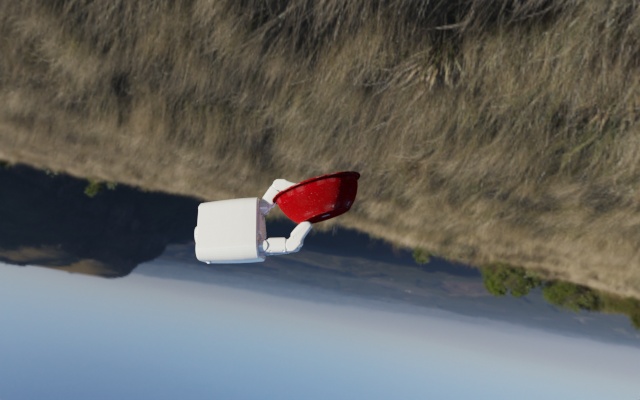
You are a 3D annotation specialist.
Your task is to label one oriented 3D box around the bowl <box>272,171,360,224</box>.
[{"bbox_3d":[0.001,0.003,0.832,0.162,0.055,0.162,-17,-11,-3],"label":"bowl"}]
